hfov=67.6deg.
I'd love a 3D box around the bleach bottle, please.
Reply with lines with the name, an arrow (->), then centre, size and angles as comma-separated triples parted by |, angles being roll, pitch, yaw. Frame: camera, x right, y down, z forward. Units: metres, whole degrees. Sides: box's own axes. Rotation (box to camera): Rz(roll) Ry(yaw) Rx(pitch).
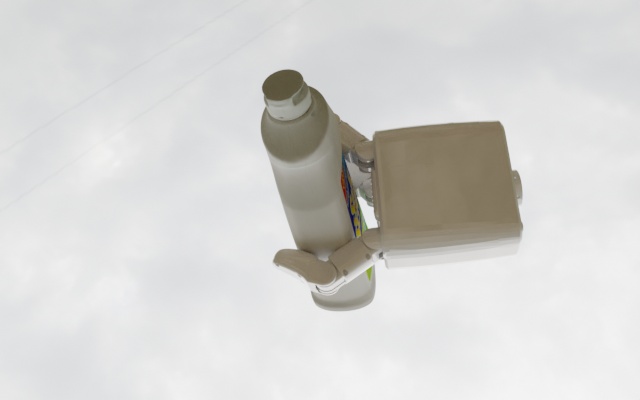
bleach bottle -> 0.000, 0.001, 0.403 | 0.068, 0.102, 0.251 | -6, -35, 10
